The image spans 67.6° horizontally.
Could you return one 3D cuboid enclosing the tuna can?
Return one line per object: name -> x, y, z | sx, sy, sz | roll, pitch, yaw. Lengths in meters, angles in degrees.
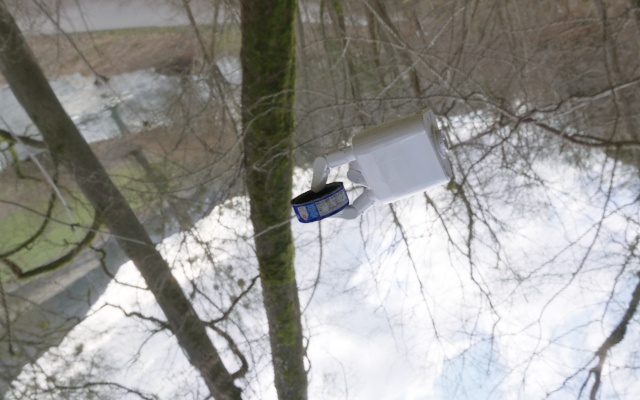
tuna can -> 0.000, 0.003, 0.722 | 0.086, 0.034, 0.086 | -20, 12, 5
